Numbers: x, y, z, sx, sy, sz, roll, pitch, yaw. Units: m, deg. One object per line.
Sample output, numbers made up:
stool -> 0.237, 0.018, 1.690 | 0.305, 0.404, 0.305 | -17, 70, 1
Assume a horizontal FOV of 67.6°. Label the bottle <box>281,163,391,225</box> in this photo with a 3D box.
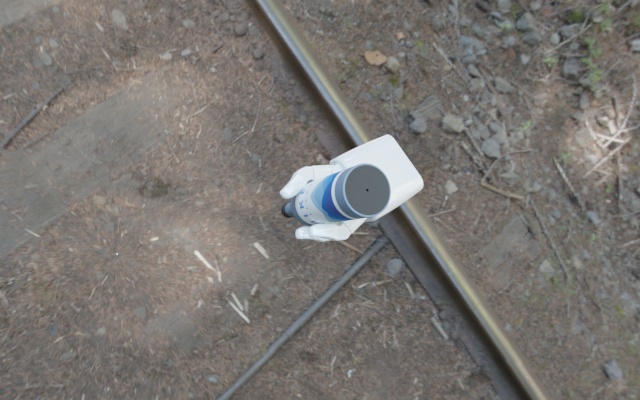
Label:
bottle -> 0.000, 0.002, 0.712 | 0.069, 0.069, 0.296 | 0, -6, -23
